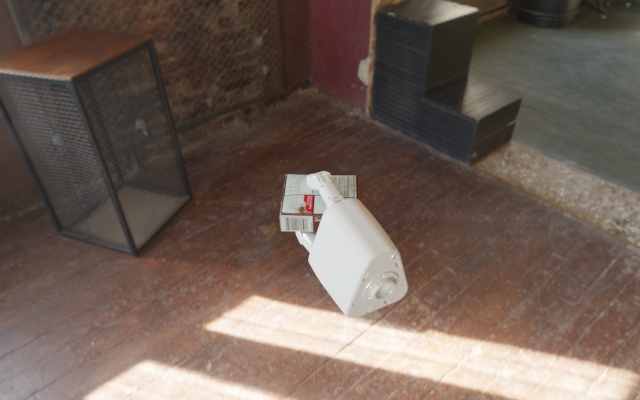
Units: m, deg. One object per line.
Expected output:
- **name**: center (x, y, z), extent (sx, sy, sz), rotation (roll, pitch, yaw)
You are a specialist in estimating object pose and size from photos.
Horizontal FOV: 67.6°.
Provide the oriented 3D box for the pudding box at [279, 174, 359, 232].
- **pudding box**: center (0.000, 0.002, 0.697), extent (0.113, 0.039, 0.090), rotation (2, 42, 1)
